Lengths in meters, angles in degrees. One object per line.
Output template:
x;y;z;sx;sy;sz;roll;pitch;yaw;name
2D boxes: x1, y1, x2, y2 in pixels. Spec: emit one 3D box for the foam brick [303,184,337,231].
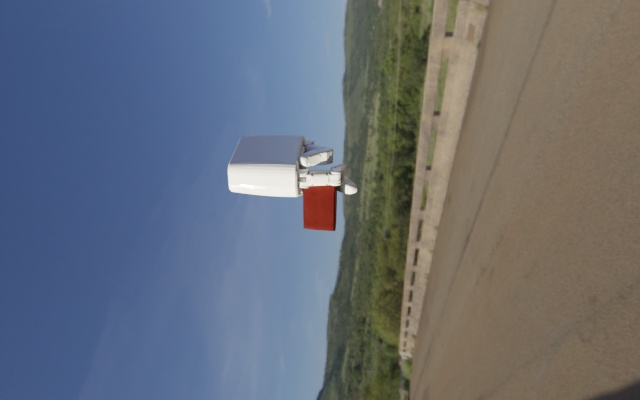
0.000;0.003;0.762;0.051;0.078;0.053;1;21;3;foam brick
